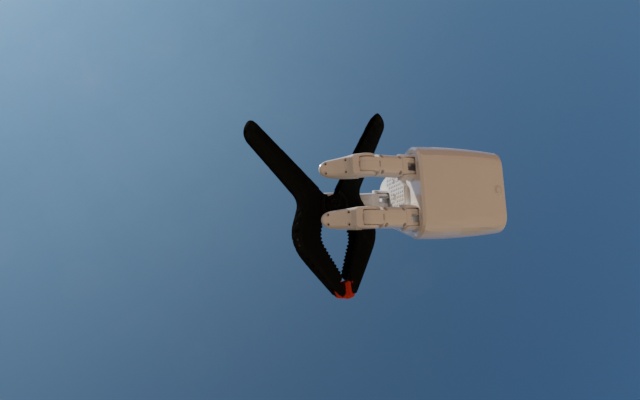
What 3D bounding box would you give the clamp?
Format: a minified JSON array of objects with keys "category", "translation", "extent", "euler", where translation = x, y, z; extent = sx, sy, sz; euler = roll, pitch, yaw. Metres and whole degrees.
[{"category":"clamp","translation":[0.000,0.002,0.521],"extent":[0.164,0.210,0.036],"euler":[0,-10,-18]}]
